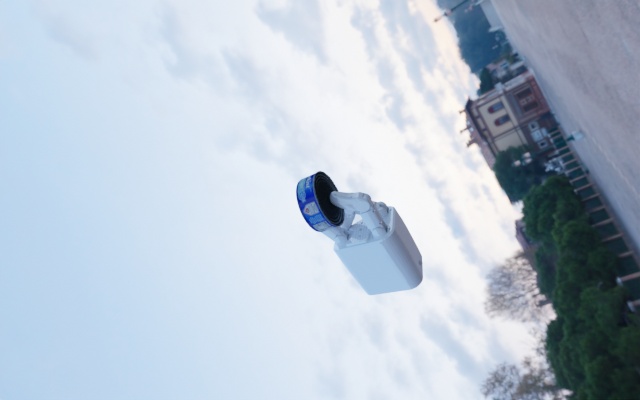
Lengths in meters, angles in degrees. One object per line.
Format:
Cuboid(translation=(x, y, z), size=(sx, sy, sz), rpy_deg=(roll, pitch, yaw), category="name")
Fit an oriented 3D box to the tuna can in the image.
Cuboid(translation=(0.000, 0.002, 0.700), size=(0.034, 0.086, 0.086), rpy_deg=(-22, -9, 24), category="tuna can")
